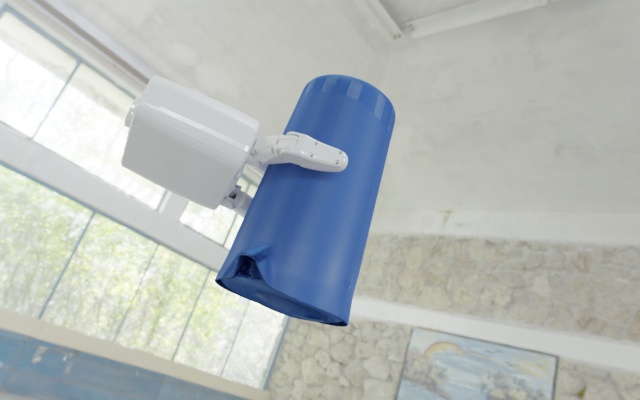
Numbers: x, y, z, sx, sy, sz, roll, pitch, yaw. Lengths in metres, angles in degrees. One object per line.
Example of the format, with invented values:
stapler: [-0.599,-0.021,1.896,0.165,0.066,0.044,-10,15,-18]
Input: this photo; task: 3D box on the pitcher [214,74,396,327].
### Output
pitcher: [0.000,0.002,0.500,0.145,0.242,0.149,24,-20,-14]
